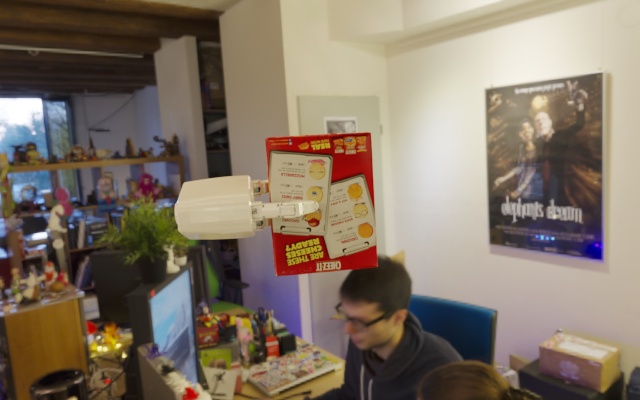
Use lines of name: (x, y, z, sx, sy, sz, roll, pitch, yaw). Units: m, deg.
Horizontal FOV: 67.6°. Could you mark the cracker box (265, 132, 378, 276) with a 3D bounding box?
cracker box: (0.000, 0.002, 0.761, 0.164, 0.214, 0.072, -4, 7, -6)
